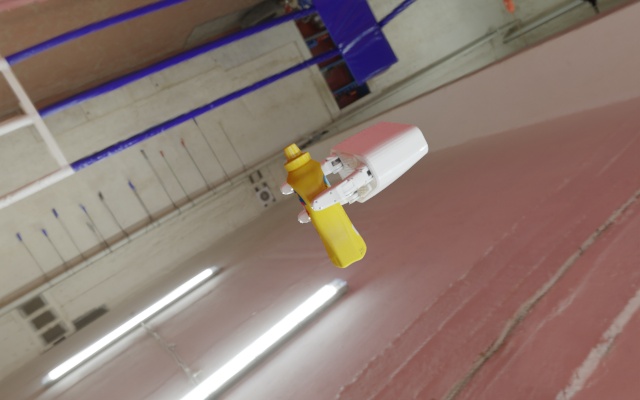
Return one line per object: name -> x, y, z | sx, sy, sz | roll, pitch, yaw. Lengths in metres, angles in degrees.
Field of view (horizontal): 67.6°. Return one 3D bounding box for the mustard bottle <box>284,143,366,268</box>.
mustard bottle -> 0.000, 0.003, 0.713 | 0.058, 0.191, 0.096 | -28, 9, 4
